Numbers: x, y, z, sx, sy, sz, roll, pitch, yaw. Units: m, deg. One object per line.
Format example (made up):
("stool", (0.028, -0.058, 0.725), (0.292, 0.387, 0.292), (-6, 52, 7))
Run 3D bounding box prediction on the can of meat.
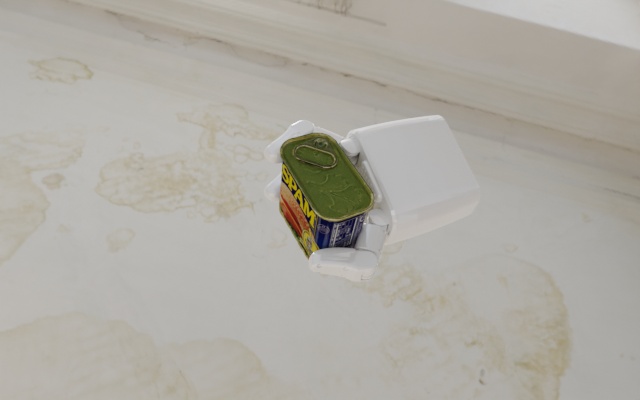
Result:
("can of meat", (0.000, 0.002, 0.452), (0.057, 0.102, 0.084), (-18, -35, -22))
